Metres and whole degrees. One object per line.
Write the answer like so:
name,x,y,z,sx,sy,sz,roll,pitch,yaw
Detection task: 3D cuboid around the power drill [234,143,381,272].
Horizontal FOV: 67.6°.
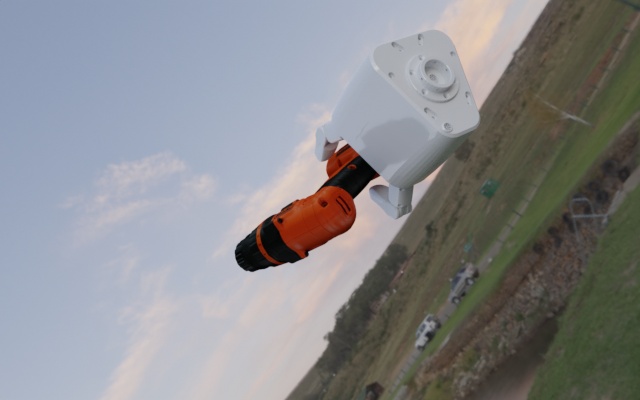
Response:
power drill,0.000,0.001,0.538,0.184,0.057,0.187,-27,15,45
